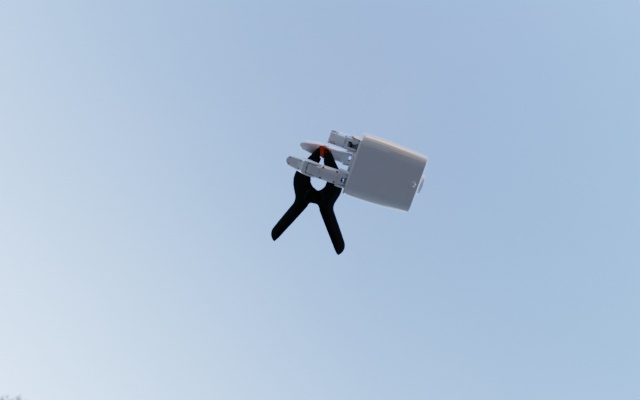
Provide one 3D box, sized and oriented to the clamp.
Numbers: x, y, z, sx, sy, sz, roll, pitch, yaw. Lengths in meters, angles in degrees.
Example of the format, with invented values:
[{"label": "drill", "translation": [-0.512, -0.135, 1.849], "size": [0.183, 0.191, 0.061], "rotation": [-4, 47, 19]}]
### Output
[{"label": "clamp", "translation": [0.000, 0.002, 0.757], "size": [0.120, 0.171, 0.039], "rotation": [19, 10, 1]}]
